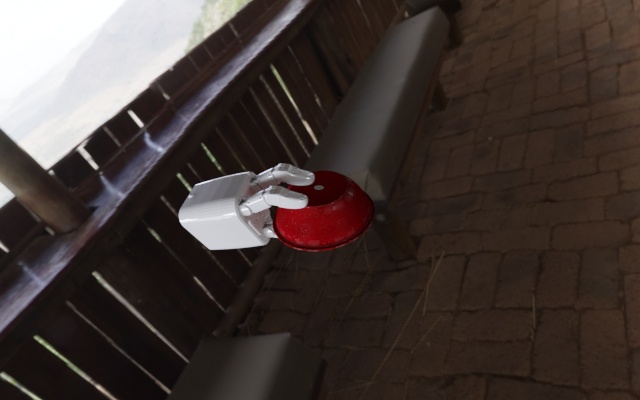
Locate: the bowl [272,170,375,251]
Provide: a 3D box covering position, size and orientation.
[{"bbox_3d":[0.001,0.002,0.728,0.162,0.055,0.162,-7,38,6],"label":"bowl"}]
